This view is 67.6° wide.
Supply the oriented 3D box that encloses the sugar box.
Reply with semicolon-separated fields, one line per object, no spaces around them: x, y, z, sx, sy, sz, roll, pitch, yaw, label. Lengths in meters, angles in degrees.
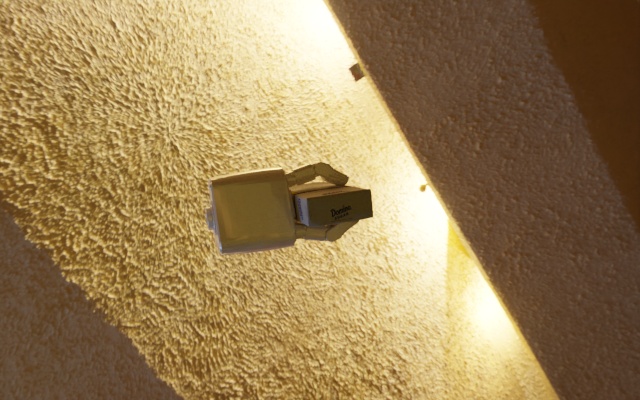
0.000;0.003;0.702;0.093;0.048;0.176;-8;10;-16;sugar box
